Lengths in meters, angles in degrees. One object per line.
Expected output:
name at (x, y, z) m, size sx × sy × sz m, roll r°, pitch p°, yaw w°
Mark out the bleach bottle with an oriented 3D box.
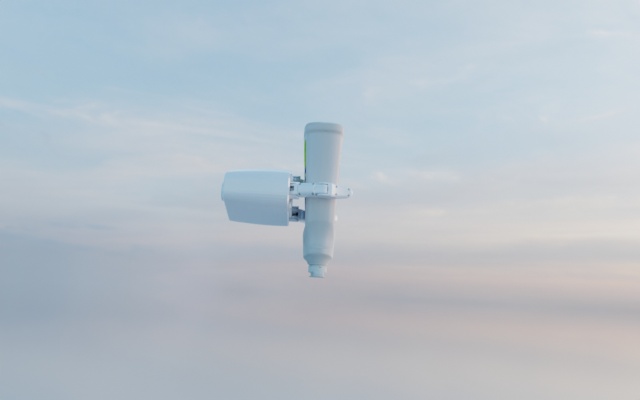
bleach bottle at (0.000, 0.003, 0.806) m, size 0.068 × 0.250 × 0.102 m, roll 3°, pitch -11°, yaw -1°
